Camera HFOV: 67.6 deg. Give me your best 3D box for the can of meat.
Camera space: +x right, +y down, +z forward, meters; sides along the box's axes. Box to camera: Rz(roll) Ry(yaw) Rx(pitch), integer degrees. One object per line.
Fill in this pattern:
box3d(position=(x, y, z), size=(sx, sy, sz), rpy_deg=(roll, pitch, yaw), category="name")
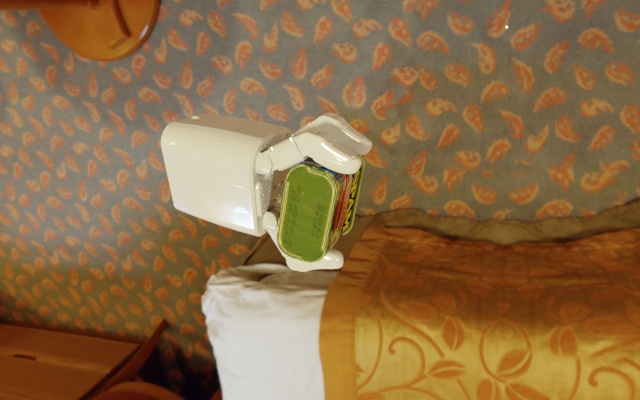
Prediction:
box3d(position=(0.000, 0.002, 0.479), size=(0.057, 0.102, 0.084), rpy_deg=(17, 24, 15), category="can of meat")
